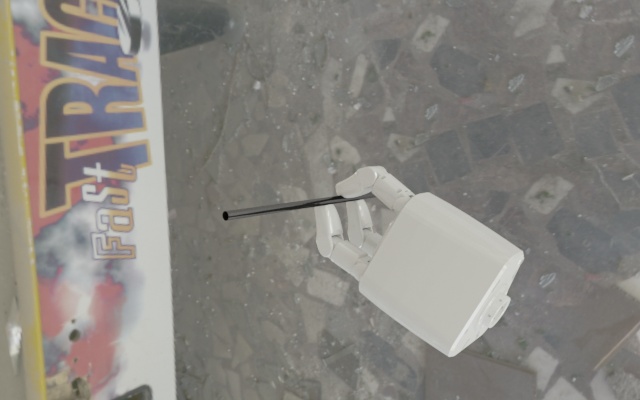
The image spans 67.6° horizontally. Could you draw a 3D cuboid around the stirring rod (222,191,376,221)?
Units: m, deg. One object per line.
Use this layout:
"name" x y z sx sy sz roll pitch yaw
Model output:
"stirring rod" 0.000 0.002 0.484 0.011 0.011 0.239 0 5 41
